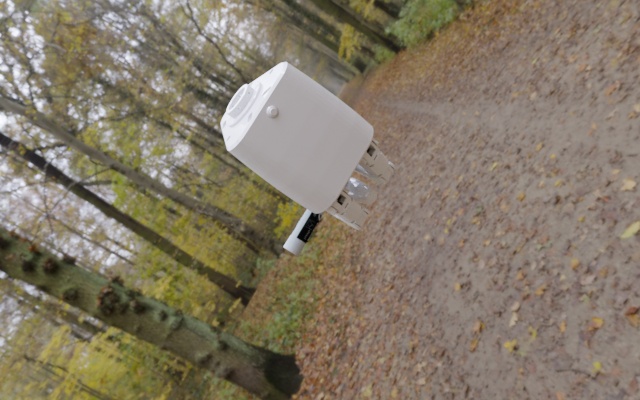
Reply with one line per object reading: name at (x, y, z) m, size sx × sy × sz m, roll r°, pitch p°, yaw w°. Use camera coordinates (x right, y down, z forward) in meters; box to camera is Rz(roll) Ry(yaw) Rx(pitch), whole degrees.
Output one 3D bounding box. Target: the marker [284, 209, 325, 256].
marker at (0.000, 0.002, 0.500) m, size 0.020 × 0.121 × 0.020 m, roll 31°, pitch -6°, yaw 4°
